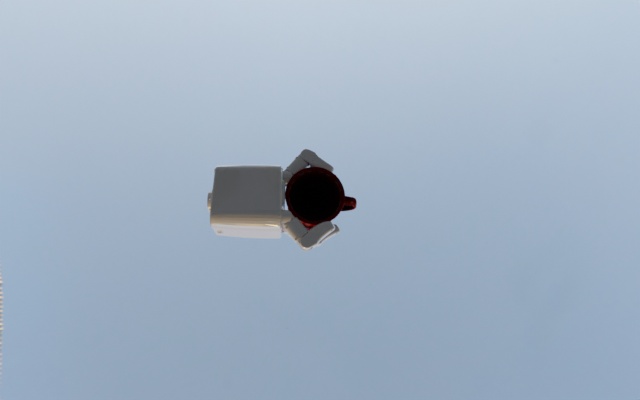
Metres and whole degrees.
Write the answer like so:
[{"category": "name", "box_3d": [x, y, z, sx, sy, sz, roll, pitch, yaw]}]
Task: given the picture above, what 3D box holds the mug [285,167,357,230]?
[{"category": "mug", "box_3d": [0.002, 0.003, 0.774, 0.117, 0.093, 0.081, 2, -15, -5]}]
